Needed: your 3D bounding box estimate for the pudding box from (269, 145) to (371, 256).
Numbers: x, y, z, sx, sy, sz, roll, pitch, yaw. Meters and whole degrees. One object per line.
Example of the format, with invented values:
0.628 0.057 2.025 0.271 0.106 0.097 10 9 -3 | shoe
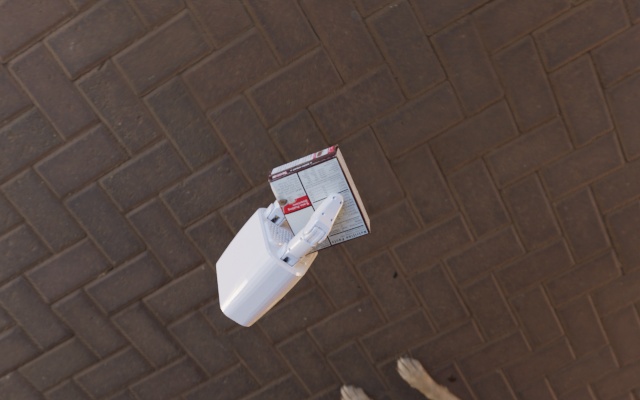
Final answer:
0.000 0.002 0.574 0.090 0.113 0.039 -20 25 10 | pudding box
